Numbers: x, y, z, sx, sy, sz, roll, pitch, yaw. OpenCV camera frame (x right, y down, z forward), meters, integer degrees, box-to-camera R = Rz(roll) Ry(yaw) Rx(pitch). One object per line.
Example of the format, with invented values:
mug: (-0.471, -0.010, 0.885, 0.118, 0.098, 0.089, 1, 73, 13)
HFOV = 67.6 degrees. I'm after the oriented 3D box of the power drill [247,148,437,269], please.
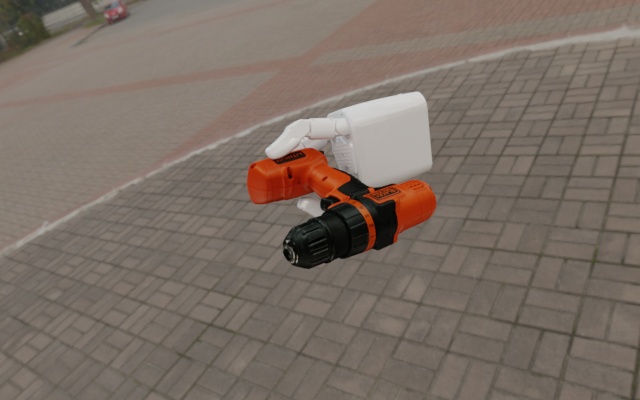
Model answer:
power drill: (0.000, 0.001, 0.513, 0.184, 0.057, 0.187, -17, 30, -35)
